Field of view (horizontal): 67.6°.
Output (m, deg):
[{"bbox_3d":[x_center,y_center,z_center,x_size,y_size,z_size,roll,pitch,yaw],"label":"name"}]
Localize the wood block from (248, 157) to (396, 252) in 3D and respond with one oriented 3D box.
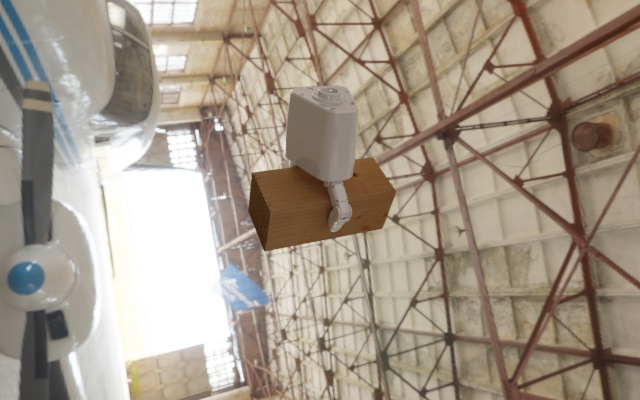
[{"bbox_3d":[0.000,0.002,0.752,0.206,0.090,0.090,-9,48,-22],"label":"wood block"}]
